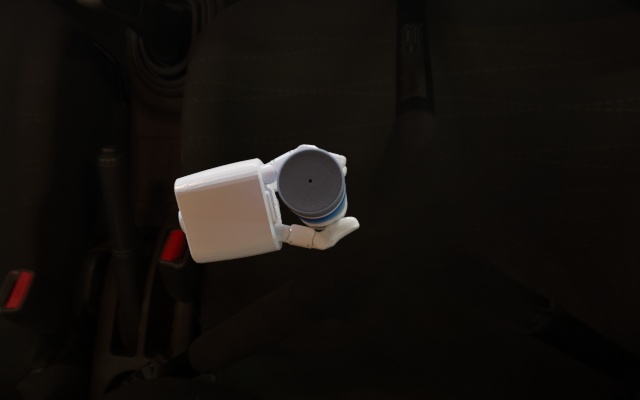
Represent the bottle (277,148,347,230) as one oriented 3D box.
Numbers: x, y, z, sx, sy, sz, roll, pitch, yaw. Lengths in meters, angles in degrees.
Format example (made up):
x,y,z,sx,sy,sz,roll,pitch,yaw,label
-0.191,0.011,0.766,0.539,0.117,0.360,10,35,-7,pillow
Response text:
x,y,z,sx,sy,sz,roll,pitch,yaw,label
0.000,0.002,0.607,0.069,0.069,0.296,0,-8,4,bottle
